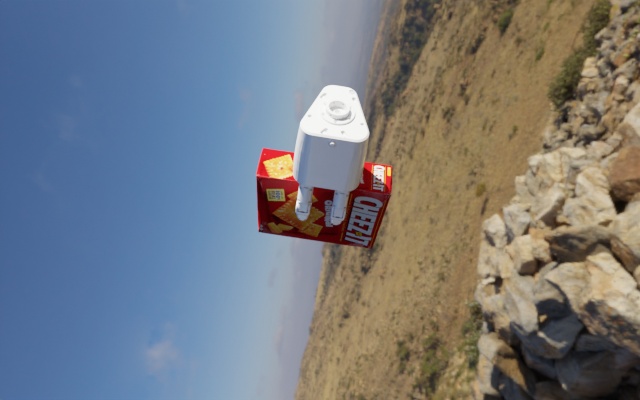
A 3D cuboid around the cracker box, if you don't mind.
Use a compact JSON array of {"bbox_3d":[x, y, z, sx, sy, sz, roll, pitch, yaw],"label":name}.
[{"bbox_3d":[0.000,0.002,0.813,0.214,0.072,0.164,9,-38,0],"label":"cracker box"}]
